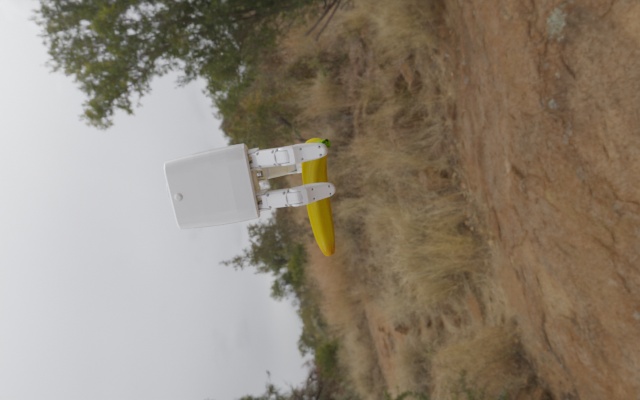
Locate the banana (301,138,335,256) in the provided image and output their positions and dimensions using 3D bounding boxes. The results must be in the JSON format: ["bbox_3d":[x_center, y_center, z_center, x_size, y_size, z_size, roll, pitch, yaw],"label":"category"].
[{"bbox_3d":[-0.003,-0.011,0.673,0.037,0.198,0.069,-10,37,-6],"label":"banana"}]
